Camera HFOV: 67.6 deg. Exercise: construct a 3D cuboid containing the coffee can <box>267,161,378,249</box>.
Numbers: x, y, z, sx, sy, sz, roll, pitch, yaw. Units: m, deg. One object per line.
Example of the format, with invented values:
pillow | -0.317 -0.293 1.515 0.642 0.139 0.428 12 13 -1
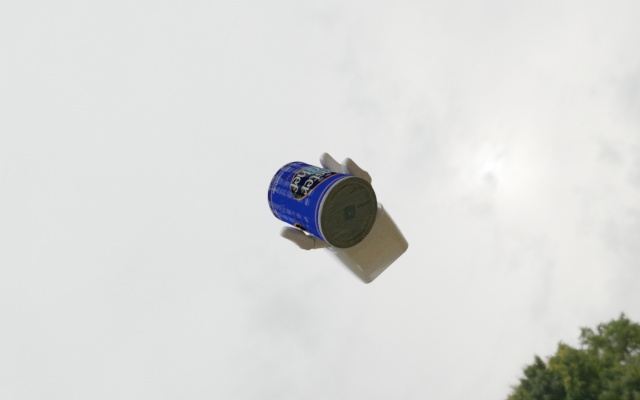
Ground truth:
coffee can | 0.000 0.002 0.712 0.103 0.103 0.140 0 13 -38
